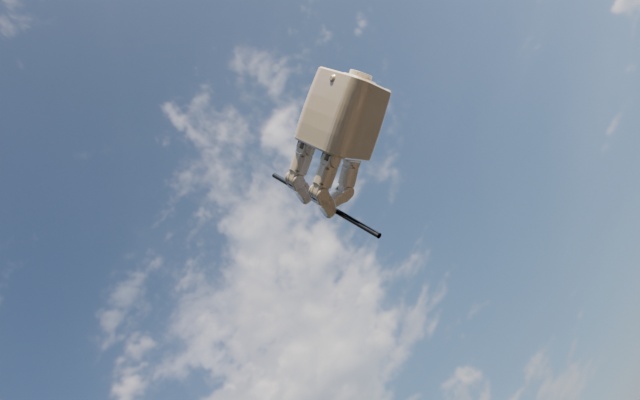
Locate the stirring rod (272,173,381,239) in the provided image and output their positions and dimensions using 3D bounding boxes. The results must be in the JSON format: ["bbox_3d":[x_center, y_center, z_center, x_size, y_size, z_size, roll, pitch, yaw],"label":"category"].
[{"bbox_3d":[0.000,0.002,0.703,0.011,0.011,0.239,0,21,-43],"label":"stirring rod"}]
